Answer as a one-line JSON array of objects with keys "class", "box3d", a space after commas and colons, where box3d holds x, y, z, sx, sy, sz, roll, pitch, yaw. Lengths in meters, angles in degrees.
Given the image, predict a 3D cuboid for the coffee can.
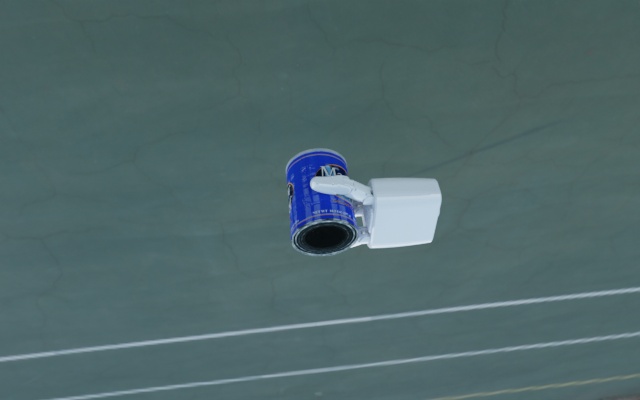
[{"class": "coffee can", "box3d": [0.000, 0.002, 0.758, 0.103, 0.140, 0.103, -5, -36, -3]}]
